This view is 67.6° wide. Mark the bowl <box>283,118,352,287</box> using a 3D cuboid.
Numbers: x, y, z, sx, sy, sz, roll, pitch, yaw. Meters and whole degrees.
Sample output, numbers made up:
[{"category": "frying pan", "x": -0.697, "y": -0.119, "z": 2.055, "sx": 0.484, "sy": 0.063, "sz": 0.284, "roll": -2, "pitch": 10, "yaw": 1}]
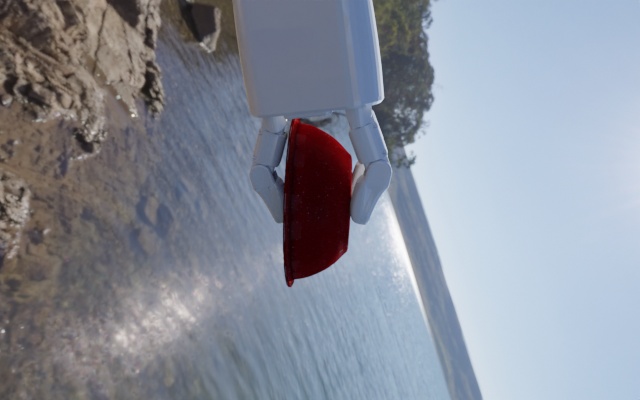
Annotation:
[{"category": "bowl", "x": 0.000, "y": 0.003, "z": 0.451, "sx": 0.055, "sy": 0.162, "sz": 0.162, "roll": 3, "pitch": 0, "yaw": 2}]
